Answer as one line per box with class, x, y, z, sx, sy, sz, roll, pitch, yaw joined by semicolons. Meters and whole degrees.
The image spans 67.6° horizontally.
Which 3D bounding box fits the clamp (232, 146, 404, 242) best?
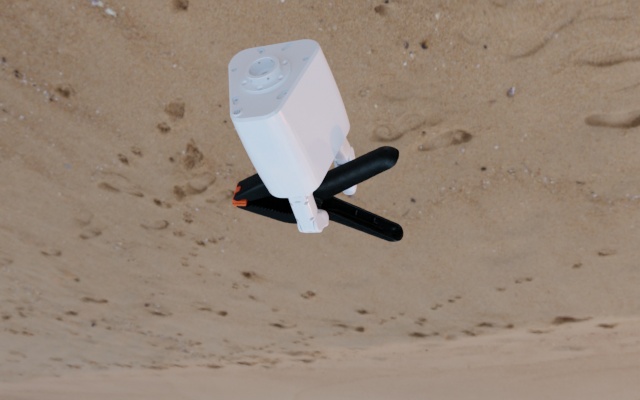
clamp;-0.001;0.002;0.567;0.210;0.036;0.165;-3;-37;18
